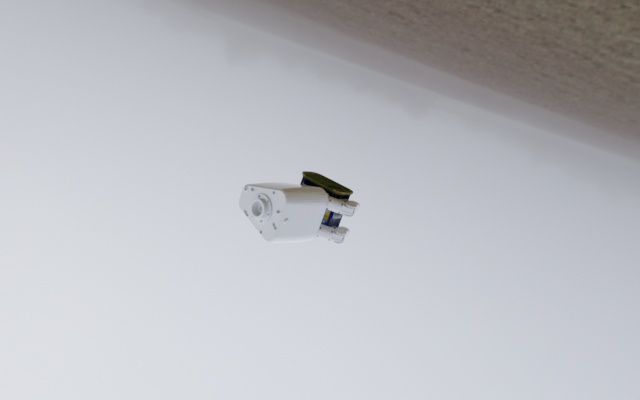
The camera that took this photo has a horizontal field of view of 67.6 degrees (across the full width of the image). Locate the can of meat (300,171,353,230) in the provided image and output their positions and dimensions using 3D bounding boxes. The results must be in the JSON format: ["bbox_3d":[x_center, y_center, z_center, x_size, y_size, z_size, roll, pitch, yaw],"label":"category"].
[{"bbox_3d":[0.000,0.003,0.895,0.102,0.084,0.057,28,17,30],"label":"can of meat"}]
